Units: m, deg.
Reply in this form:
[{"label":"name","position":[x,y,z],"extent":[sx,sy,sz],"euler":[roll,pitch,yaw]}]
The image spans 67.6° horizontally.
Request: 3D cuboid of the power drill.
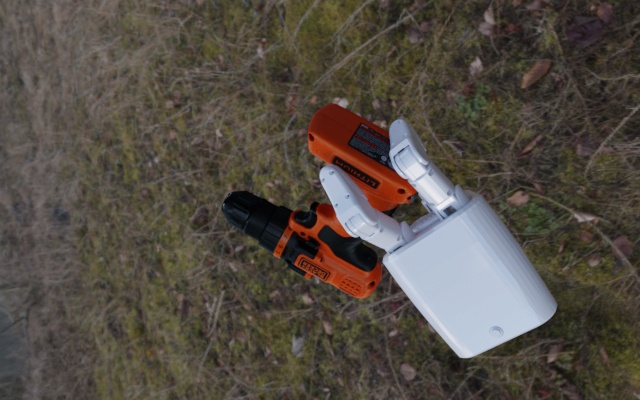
[{"label":"power drill","position":[0.000,0.001,0.457],"extent":[0.184,0.057,0.188],"euler":[28,-42,1]}]
